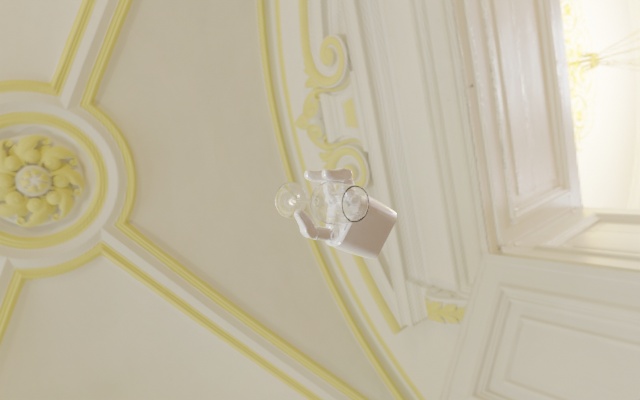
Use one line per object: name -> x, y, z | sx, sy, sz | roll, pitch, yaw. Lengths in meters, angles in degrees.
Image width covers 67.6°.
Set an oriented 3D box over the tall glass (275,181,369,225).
tall glass -> 0.000, 0.003, 0.879 | 0.079, 0.079, 0.201 | 0, 2, -36
